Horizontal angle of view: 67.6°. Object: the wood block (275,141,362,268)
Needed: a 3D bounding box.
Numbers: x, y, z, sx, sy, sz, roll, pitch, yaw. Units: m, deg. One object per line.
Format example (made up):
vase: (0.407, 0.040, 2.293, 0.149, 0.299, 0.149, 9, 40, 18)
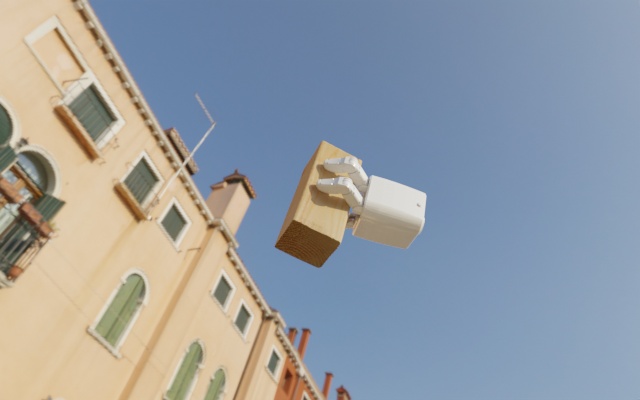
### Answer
wood block: (0.000, 0.003, 0.855, 0.090, 0.206, 0.091, 26, -44, -8)
